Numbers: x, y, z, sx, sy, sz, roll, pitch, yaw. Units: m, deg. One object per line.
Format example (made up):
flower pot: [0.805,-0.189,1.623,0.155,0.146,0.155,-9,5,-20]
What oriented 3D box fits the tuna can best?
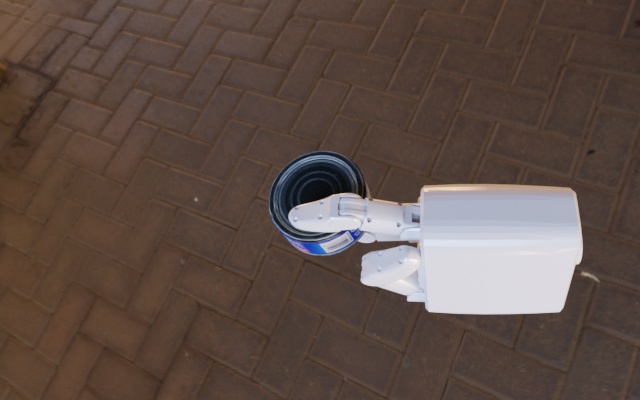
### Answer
tuna can: [0.000,0.001,0.406,0.086,0.086,0.034,0,-24,19]
